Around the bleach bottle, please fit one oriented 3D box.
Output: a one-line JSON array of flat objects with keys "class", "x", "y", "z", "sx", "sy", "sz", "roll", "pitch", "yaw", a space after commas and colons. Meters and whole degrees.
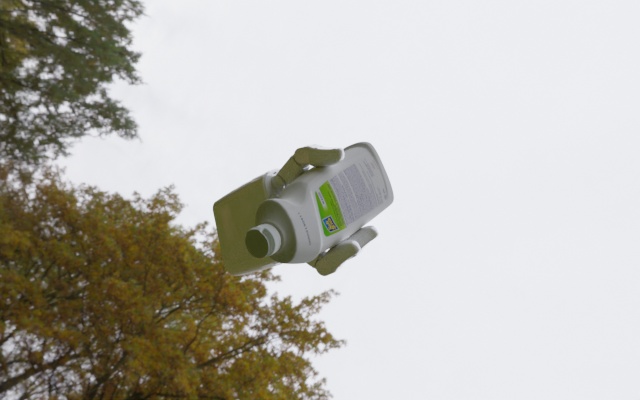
[{"class": "bleach bottle", "x": 0.000, "y": 0.002, "z": 0.551, "sx": 0.068, "sy": 0.102, "sz": 0.250, "roll": -24, "pitch": 1, "yaw": 35}]
